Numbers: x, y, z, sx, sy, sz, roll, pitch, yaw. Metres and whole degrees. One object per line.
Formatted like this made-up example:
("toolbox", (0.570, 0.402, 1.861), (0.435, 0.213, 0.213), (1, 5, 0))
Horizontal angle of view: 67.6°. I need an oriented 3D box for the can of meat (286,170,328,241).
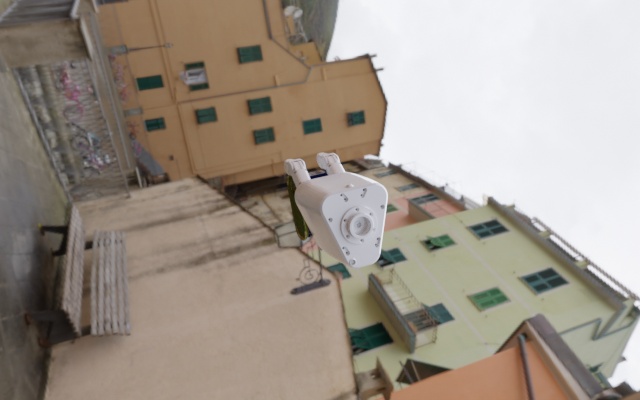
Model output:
("can of meat", (0.000, 0.002, 0.746), (0.084, 0.102, 0.057), (-13, 9, -16))
